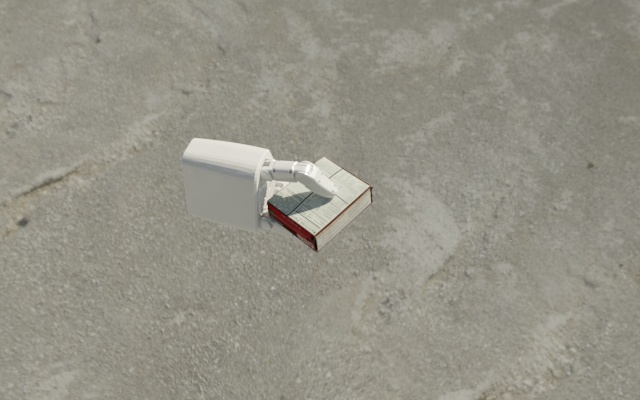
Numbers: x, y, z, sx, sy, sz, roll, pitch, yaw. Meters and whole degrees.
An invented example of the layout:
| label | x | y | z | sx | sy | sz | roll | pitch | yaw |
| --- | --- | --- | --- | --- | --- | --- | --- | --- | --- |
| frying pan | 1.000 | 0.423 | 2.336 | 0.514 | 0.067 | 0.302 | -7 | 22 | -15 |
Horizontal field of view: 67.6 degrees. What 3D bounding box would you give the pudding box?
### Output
| label | x | y | z | sx | sy | sz | roll | pitch | yaw |
| --- | --- | --- | --- | --- | --- | --- | --- | --- | --- |
| pudding box | 0.000 | 0.002 | 0.627 | 0.090 | 0.039 | 0.113 | 35 | 63 | 28 |
